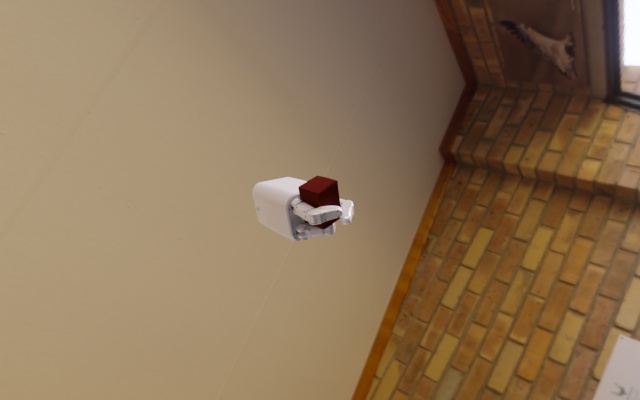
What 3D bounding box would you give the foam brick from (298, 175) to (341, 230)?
[{"bbox_3d":[0.000,0.003,0.859,0.051,0.078,0.053,20,41,40],"label":"foam brick"}]
